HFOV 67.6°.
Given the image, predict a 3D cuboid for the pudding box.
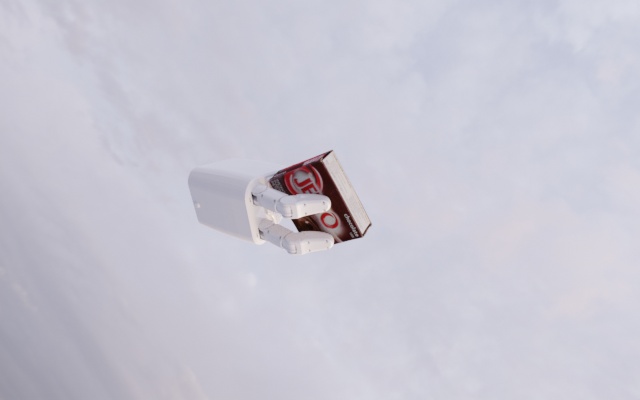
[{"bbox_3d":[0.000,0.002,0.605,0.090,0.113,0.039,-18,20,38],"label":"pudding box"}]
